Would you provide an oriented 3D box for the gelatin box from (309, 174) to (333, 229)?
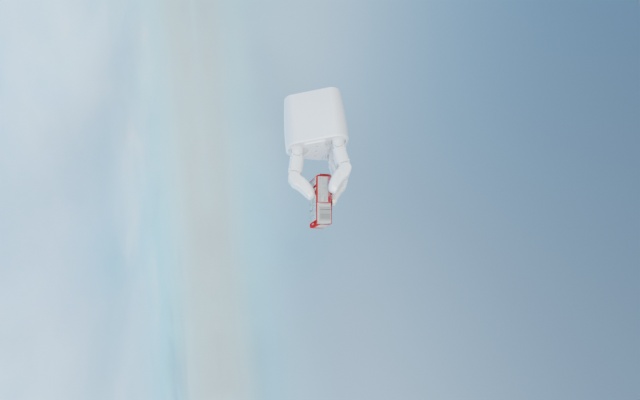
[{"bbox_3d":[0.000,0.003,0.852,0.030,0.089,0.073,2,-9,-11],"label":"gelatin box"}]
